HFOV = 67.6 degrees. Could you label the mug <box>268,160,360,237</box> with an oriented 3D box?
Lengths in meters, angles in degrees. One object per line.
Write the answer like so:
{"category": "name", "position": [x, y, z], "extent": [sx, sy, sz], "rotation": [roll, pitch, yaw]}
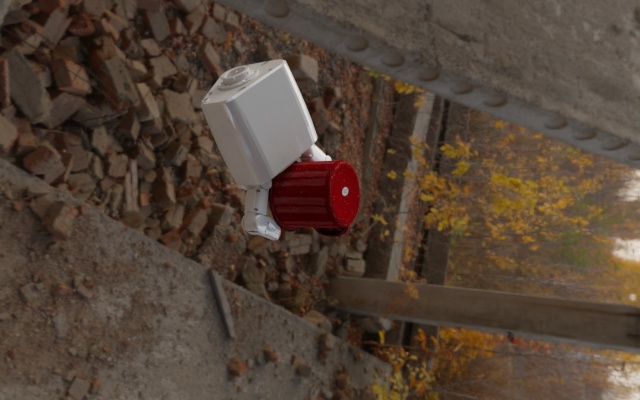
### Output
{"category": "mug", "position": [0.001, 0.003, 0.593], "extent": [0.081, 0.117, 0.093], "rotation": [-1, 40, 31]}
